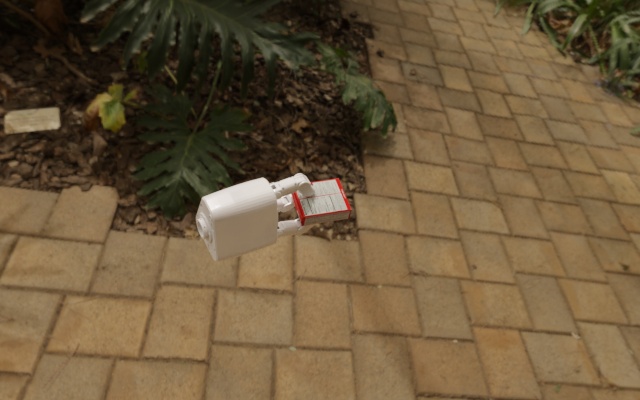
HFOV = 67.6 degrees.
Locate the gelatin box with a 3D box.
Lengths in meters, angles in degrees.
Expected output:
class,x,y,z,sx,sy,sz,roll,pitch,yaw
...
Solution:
class,x,y,z,sx,sy,sz,roll,pitch,yaw
gelatin box,0.001,0.002,0.829,0.089,0.073,0.030,-9,-37,-16
